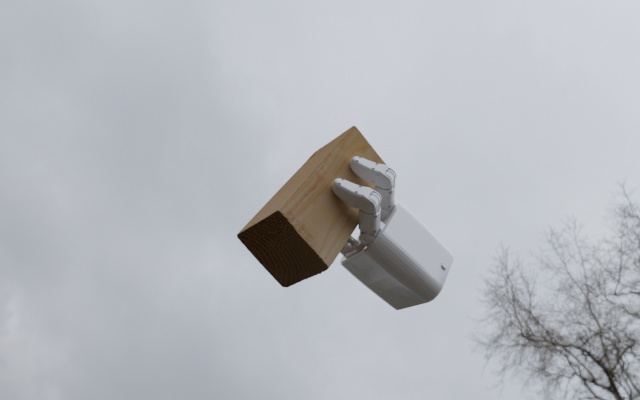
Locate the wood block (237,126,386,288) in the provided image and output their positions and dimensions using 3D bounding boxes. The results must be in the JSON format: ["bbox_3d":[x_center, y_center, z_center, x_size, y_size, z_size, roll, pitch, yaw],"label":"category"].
[{"bbox_3d":[0.000,0.002,0.615,0.091,0.090,0.206,-31,14,43],"label":"wood block"}]
